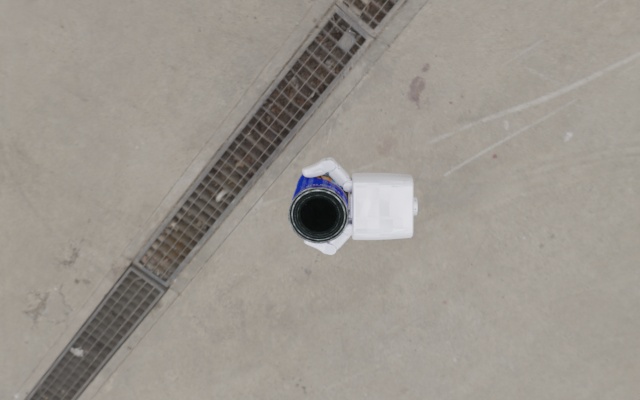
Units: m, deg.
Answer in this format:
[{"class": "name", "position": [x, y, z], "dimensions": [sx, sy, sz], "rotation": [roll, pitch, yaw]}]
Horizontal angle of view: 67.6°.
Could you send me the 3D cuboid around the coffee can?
[{"class": "coffee can", "position": [0.000, 0.003, 0.862], "dimensions": [0.103, 0.103, 0.140], "rotation": [0, 20, 3]}]
